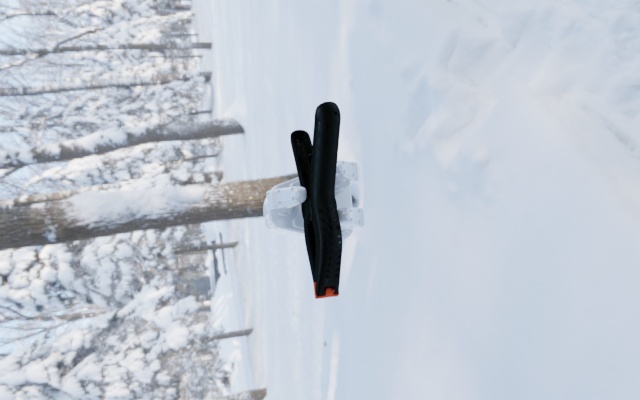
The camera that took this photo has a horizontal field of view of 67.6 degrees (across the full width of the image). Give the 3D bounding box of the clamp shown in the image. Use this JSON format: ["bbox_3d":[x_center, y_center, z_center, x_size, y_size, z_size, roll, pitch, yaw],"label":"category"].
[{"bbox_3d":[-0.001,0.002,0.525,0.036,0.210,0.164,-5,-8,-12],"label":"clamp"}]
